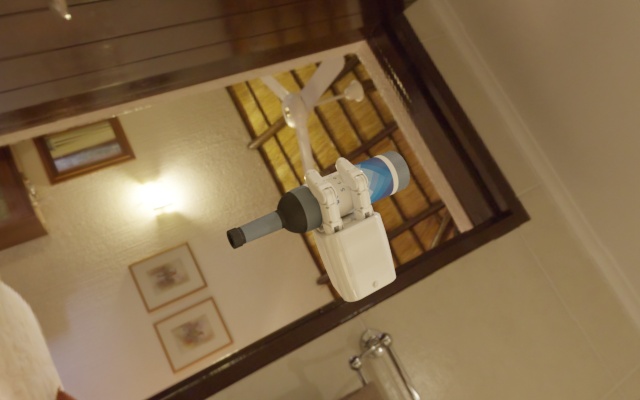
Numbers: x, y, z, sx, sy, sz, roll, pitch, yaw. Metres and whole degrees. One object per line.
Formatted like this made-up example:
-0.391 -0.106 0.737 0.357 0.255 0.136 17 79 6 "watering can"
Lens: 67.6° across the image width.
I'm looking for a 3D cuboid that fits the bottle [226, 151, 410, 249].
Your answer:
0.000 0.002 0.713 0.295 0.069 0.069 -23 10 -25 "bottle"
